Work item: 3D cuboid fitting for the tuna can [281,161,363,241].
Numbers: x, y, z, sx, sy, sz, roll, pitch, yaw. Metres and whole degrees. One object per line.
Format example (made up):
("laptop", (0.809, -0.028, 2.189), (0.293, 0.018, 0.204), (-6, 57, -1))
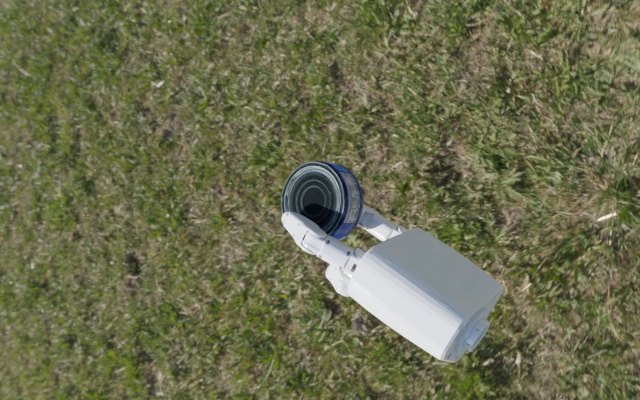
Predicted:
("tuna can", (0.000, 0.002, 0.503), (0.086, 0.086, 0.034), (0, -3, 37))
